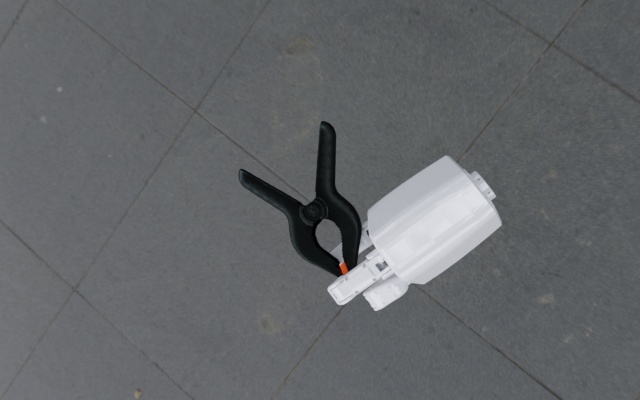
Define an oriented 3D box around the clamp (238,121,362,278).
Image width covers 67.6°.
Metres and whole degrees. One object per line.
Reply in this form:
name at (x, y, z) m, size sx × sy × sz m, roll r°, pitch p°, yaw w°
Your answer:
clamp at (0.000, 0.002, 0.520) m, size 0.120 × 0.171 × 0.039 m, roll -39°, pitch -6°, yaw 14°
